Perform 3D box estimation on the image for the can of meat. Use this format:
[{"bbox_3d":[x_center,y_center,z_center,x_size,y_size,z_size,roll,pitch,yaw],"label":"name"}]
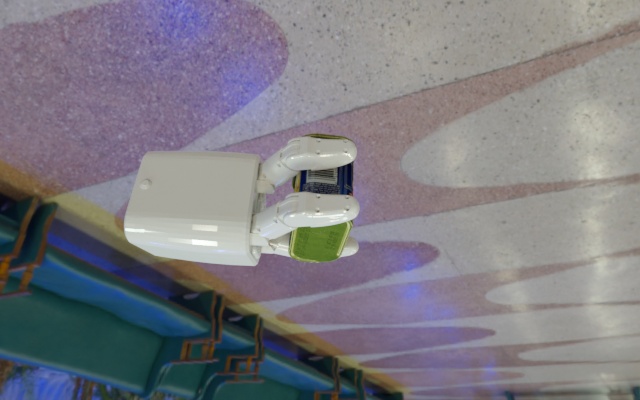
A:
[{"bbox_3d":[0.000,0.002,0.453,0.057,0.084,0.102,6,-33,-4],"label":"can of meat"}]
